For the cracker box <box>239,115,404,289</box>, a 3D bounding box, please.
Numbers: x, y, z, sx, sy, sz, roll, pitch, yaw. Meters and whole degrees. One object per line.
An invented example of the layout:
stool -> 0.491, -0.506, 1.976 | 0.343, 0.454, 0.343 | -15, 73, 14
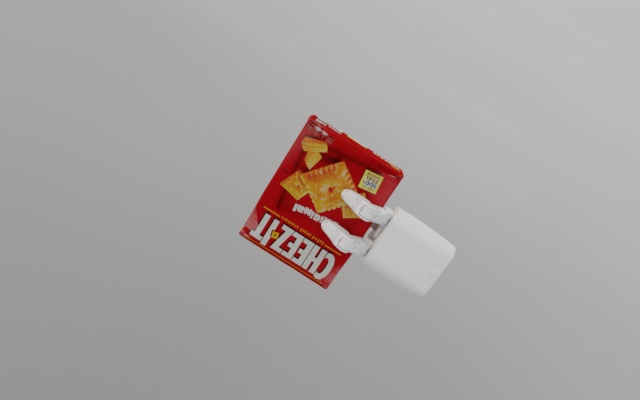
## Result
cracker box -> 0.000, 0.002, 0.730 | 0.164, 0.214, 0.072 | 33, 13, -1
